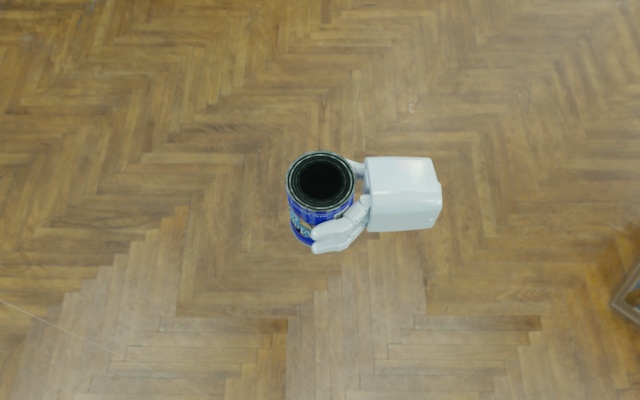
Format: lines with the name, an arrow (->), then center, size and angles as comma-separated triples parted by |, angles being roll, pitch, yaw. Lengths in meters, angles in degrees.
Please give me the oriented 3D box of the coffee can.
coffee can -> 0.000, 0.002, 0.748 | 0.103, 0.102, 0.140 | 0, -27, 0
